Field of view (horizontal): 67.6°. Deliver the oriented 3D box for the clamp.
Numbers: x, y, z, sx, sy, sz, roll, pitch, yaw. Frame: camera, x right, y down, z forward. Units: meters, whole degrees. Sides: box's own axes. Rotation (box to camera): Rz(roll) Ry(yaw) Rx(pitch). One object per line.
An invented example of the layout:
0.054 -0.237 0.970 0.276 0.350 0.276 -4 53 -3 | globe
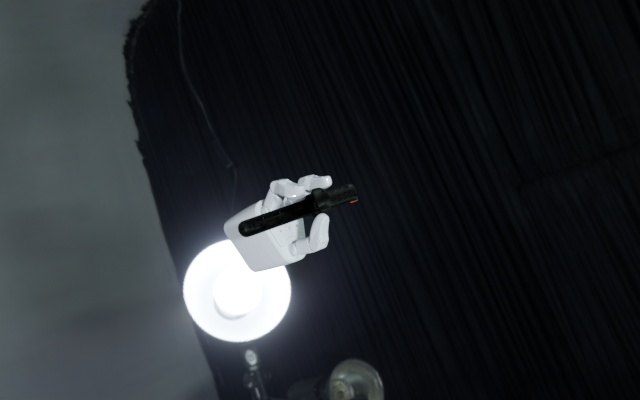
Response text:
0.001 0.003 0.719 0.164 0.036 0.210 -23 -4 44 | clamp
